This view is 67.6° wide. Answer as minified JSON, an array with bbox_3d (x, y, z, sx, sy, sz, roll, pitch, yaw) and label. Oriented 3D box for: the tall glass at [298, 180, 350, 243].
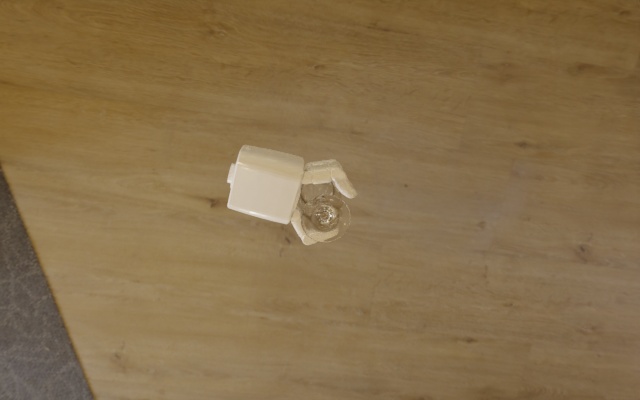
[{"bbox_3d":[0.000,0.003,0.798,0.079,0.079,0.201,0,14,-4],"label":"tall glass"}]
